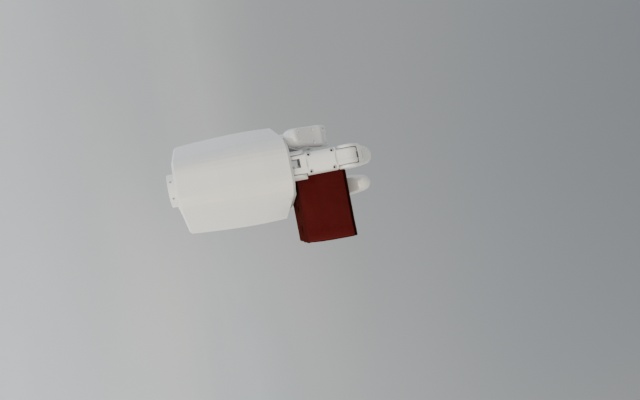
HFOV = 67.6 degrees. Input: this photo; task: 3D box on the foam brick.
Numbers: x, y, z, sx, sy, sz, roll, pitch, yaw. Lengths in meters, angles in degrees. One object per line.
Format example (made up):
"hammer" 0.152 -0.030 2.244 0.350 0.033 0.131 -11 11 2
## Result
"foam brick" 0.000 0.002 0.492 0.051 0.078 0.053 -11 1 -13
